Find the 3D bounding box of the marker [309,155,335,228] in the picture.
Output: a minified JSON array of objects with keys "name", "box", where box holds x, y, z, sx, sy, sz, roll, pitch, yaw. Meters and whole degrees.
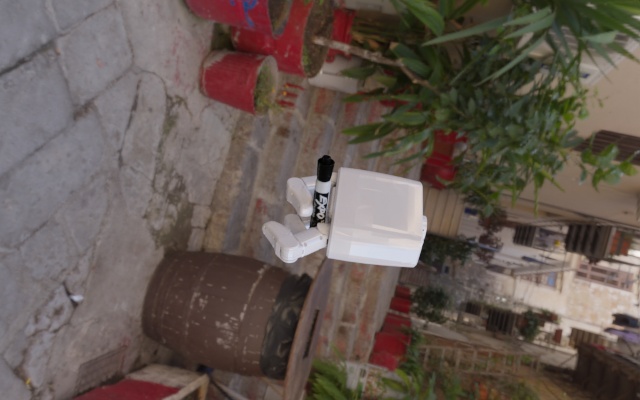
[{"name":"marker","box":[0.000,0.002,0.544,0.020,0.121,0.020,5,36,-4]}]
